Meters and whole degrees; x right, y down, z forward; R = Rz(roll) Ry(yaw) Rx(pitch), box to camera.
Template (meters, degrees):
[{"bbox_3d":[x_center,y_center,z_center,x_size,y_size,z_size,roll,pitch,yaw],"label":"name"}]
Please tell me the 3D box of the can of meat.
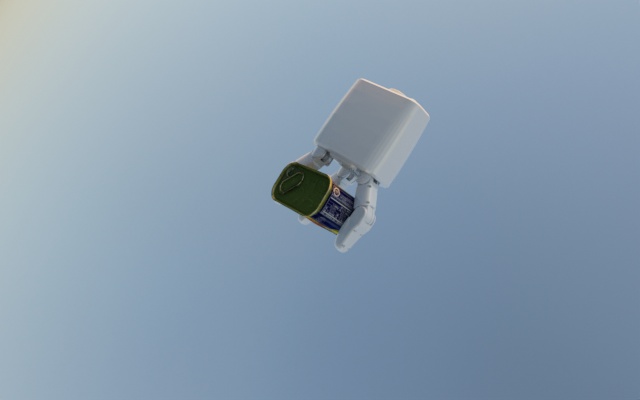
[{"bbox_3d":[0.000,0.002,0.609,0.084,0.057,0.102,34,-6,-40],"label":"can of meat"}]
